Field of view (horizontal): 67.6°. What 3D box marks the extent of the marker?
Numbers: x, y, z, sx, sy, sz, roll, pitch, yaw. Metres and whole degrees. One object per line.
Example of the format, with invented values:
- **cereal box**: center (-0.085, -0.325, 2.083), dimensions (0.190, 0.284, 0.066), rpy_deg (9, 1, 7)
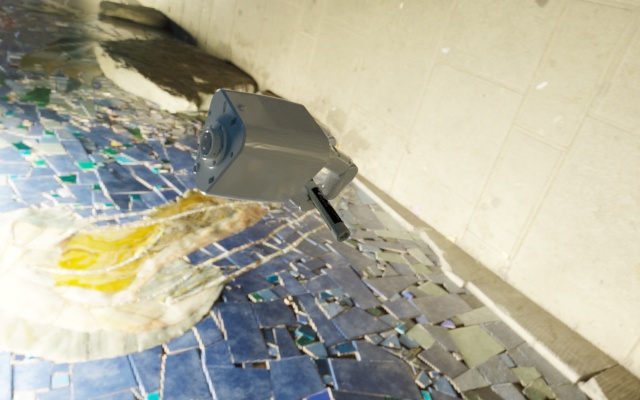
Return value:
- **marker**: center (0.000, 0.002, 0.589), dimensions (0.020, 0.020, 0.121), rpy_deg (0, 42, -37)
